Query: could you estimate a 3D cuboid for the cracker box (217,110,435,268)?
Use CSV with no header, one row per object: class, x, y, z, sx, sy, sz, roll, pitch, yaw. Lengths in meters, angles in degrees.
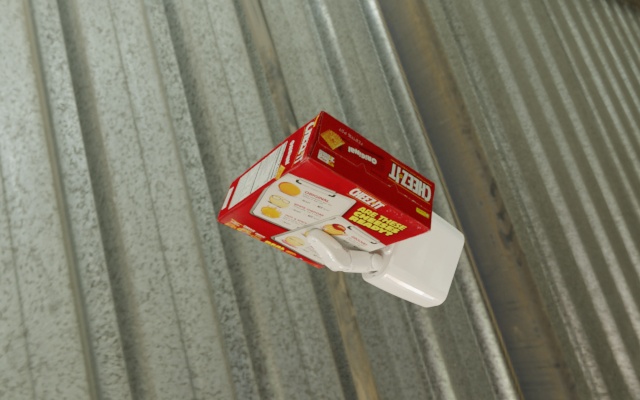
cracker box,0.000,0.002,0.566,0.164,0.072,0.214,29,-33,-24
